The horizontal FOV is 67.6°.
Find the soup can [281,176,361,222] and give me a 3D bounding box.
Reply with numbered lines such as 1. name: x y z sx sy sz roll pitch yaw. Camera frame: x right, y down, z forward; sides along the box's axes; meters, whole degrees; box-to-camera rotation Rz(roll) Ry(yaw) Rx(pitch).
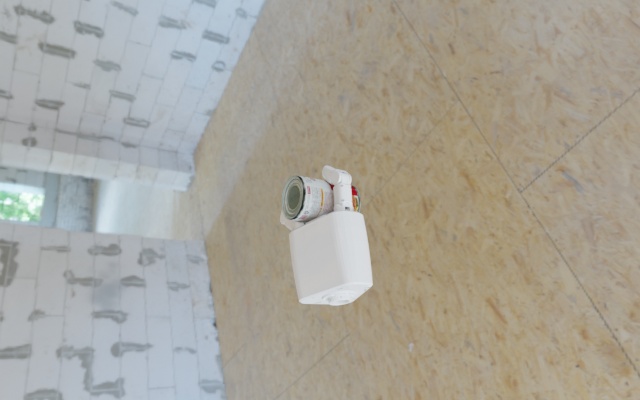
1. soup can: 0.000 0.002 0.724 0.102 0.068 0.068 9 -5 -32
